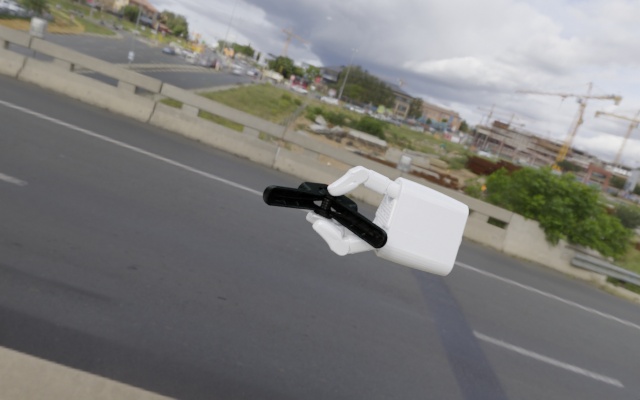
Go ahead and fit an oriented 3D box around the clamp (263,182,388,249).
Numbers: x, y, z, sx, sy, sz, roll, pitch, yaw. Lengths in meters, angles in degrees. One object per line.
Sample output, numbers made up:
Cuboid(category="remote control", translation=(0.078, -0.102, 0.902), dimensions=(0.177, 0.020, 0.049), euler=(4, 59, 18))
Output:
Cuboid(category="clamp", translation=(0.001, 0.001, 0.675), dimensions=(0.164, 0.036, 0.210), euler=(22, 10, -9))
